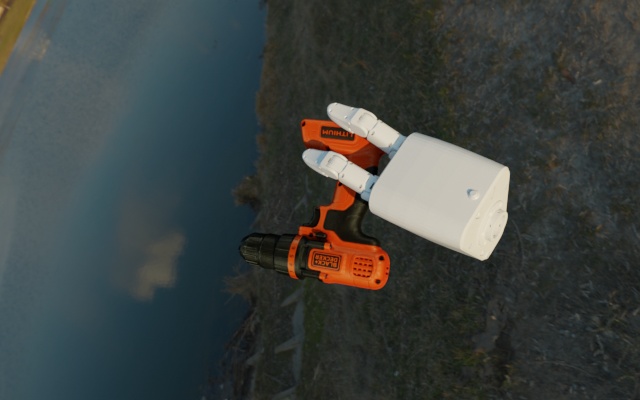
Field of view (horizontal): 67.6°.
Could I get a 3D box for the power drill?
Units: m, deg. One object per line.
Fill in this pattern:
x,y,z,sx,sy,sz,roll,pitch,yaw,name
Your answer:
0.000,0.001,0.566,0.184,0.187,0.057,8,-4,17,power drill
